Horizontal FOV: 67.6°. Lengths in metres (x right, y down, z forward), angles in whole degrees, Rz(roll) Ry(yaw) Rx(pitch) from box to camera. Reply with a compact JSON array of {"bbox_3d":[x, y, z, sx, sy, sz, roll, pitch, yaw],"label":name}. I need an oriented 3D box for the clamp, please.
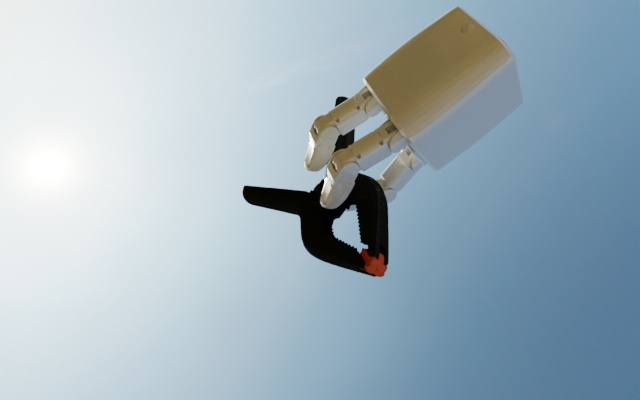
[{"bbox_3d":[0.001,0.002,0.486,0.164,0.209,0.036,-38,-43,15],"label":"clamp"}]
